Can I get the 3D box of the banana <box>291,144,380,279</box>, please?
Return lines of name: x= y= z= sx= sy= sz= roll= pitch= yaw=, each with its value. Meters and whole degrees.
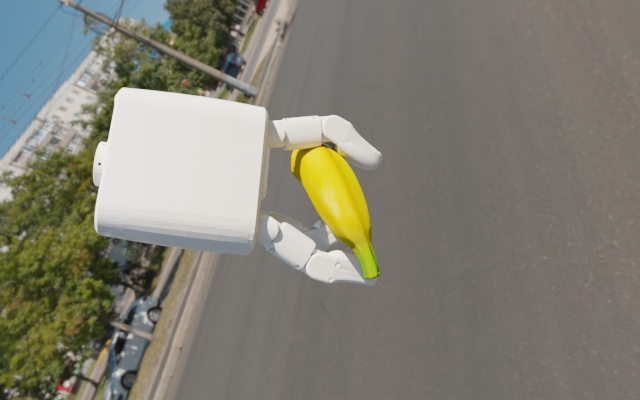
banana: x=0.000 y=-0.014 z=0.397 sx=0.037 sy=0.070 sz=0.197 roll=-8 pitch=27 yaw=-12
